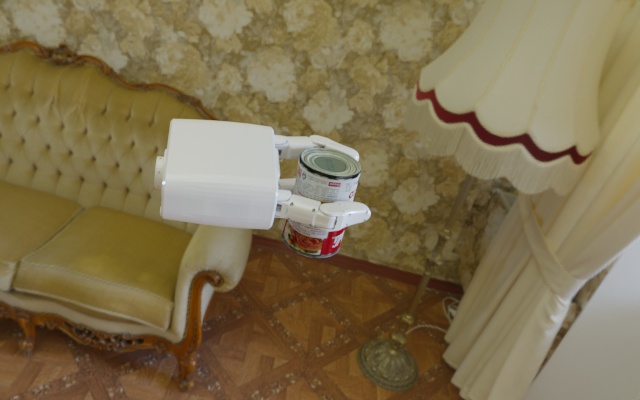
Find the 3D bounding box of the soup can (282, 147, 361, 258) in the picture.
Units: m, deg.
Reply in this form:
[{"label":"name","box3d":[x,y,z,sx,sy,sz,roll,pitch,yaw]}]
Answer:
[{"label":"soup can","box3d":[0.001,0.002,0.519,0.068,0.102,0.068,10,30,-6]}]
